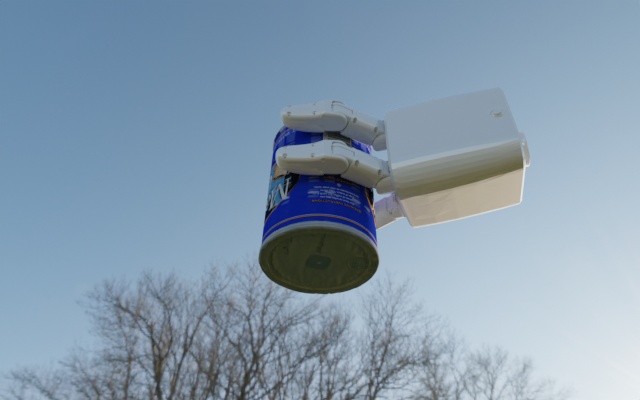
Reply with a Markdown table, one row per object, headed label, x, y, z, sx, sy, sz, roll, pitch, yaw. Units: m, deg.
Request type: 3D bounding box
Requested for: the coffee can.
| label | x | y | z | sx | sy | sz | roll | pitch | yaw |
| --- | --- | --- | --- | --- | --- | --- | --- | --- | --- |
| coffee can | 0.000 | 0.002 | 0.449 | 0.103 | 0.140 | 0.103 | 1 | -41 | 1 |
